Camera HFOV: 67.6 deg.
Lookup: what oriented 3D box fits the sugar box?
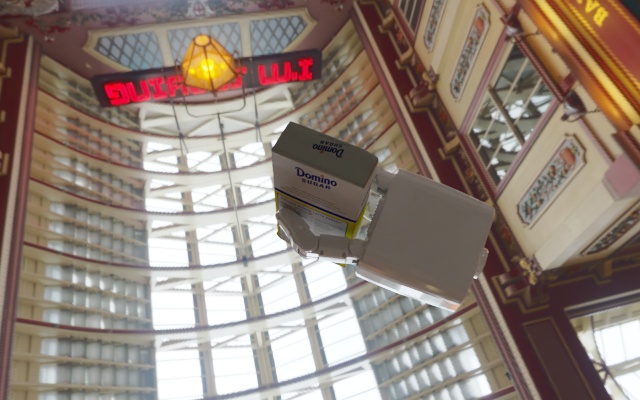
[{"bbox_3d":[0.000,0.001,0.498,0.093,0.048,0.176,23,-32,9],"label":"sugar box"}]
